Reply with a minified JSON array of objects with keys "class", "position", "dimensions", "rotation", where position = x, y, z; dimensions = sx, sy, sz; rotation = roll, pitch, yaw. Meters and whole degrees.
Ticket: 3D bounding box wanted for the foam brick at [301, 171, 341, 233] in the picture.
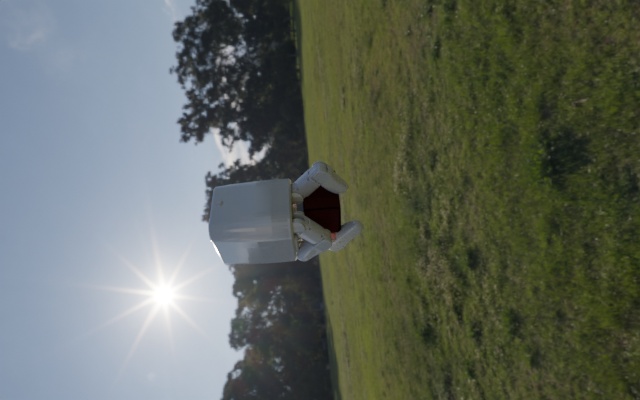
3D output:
[{"class":"foam brick","position":[0.000,0.002,0.679],"dimensions":[0.051,0.053,0.078],"rotation":[-5,44,-1]}]
